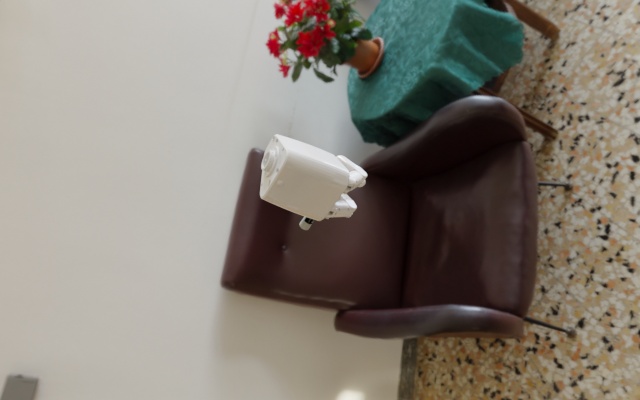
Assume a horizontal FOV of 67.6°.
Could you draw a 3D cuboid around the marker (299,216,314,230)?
[{"bbox_3d":[0.000,0.003,0.818,0.020,0.121,0.020,25,30,-16],"label":"marker"}]
